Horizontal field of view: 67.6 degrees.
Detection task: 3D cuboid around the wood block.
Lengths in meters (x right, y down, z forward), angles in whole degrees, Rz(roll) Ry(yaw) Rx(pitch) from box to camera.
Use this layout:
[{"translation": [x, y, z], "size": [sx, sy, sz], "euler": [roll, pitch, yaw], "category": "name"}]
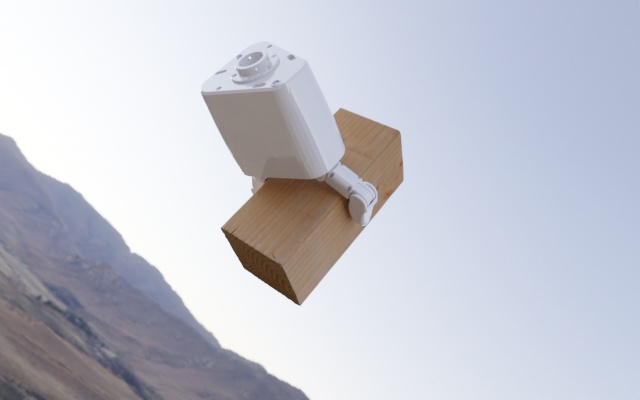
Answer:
[{"translation": [0.000, 0.002, 0.542], "size": [0.091, 0.206, 0.090], "euler": [28, -28, 29], "category": "wood block"}]
